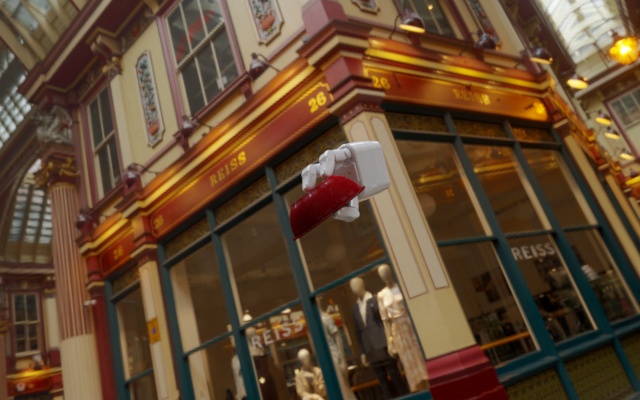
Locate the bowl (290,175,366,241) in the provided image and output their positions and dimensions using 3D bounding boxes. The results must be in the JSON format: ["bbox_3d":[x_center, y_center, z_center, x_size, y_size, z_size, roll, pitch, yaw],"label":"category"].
[{"bbox_3d":[-0.001,0.003,0.849,0.162,0.055,0.162,-37,2,1],"label":"bowl"}]
